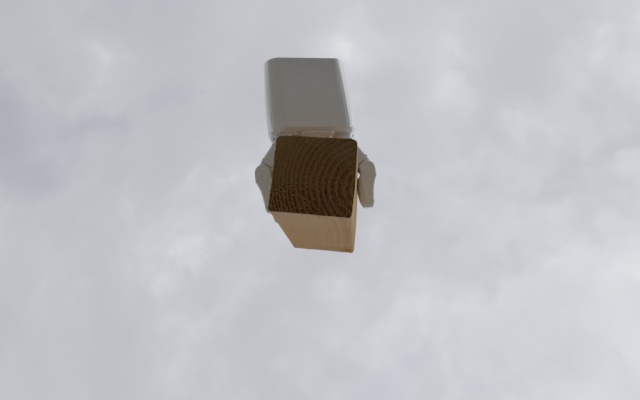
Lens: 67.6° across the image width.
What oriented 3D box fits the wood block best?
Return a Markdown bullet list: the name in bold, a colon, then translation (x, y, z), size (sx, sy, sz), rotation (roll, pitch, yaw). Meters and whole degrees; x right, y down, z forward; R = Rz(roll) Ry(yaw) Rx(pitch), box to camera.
- **wood block**: translation (0.000, 0.002, 0.603), size (0.091, 0.090, 0.206), rotation (4, -16, 6)
